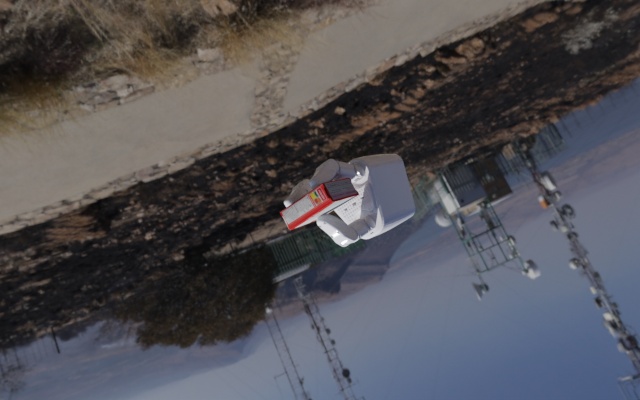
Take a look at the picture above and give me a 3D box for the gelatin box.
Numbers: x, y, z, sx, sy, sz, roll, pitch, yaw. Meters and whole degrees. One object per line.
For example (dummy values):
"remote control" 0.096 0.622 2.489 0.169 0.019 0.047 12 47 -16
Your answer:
"gelatin box" 0.000 0.002 0.620 0.073 0.030 0.089 -33 -7 26
